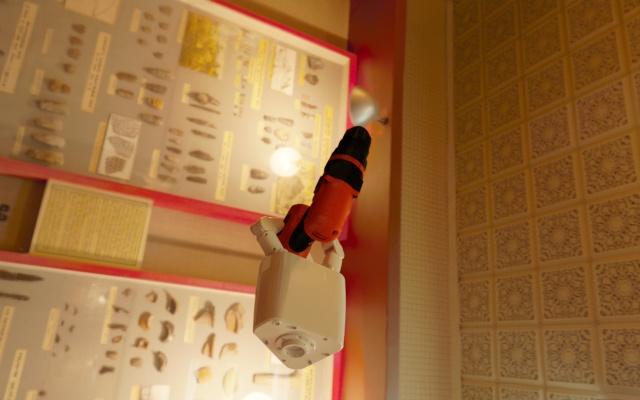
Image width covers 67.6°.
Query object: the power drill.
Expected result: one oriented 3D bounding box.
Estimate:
[{"bbox_3d":[0.000,0.003,0.665,0.057,0.184,0.188,29,-36,-6],"label":"power drill"}]
